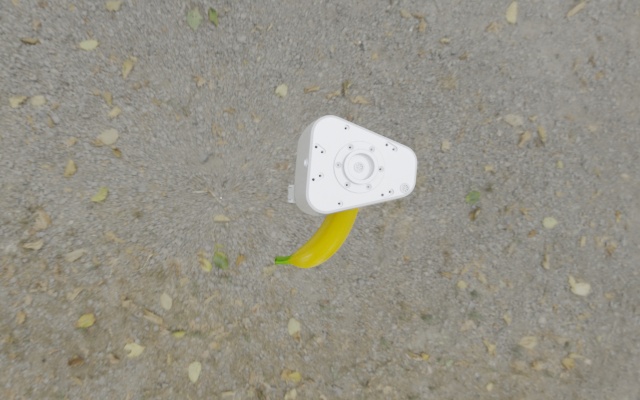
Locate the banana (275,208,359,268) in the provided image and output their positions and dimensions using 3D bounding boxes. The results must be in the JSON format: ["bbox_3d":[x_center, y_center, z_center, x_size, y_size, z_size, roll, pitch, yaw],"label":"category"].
[{"bbox_3d":[0.015,0.014,0.633,0.069,0.198,0.037,30,-1,-3],"label":"banana"}]
